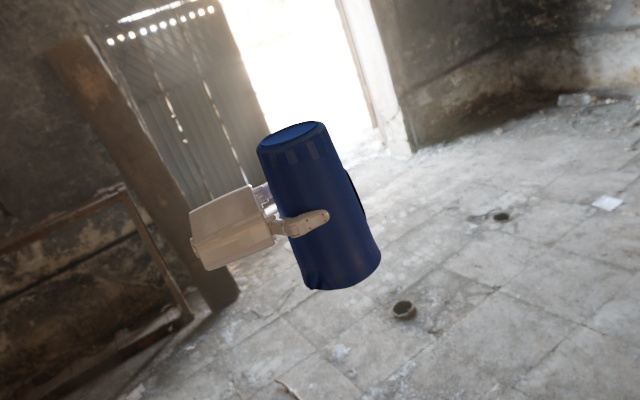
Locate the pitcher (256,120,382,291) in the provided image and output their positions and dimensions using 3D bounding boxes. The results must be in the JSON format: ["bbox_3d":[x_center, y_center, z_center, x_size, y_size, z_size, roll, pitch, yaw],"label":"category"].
[{"bbox_3d":[0.000,0.002,0.734,0.145,0.243,0.149,-23,22,-6],"label":"pitcher"}]
